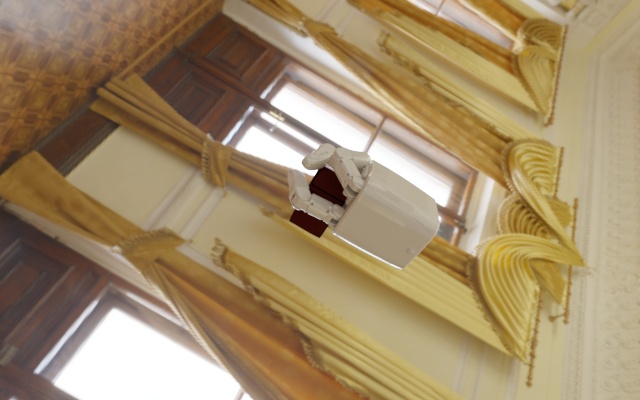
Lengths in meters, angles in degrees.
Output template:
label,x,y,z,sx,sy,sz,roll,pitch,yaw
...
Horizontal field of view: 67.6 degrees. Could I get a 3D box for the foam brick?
label,x,y,z,sx,sy,sz,roll,pitch,yaw
foam brick,0.000,0.002,0.654,0.051,0.078,0.053,30,40,-3
